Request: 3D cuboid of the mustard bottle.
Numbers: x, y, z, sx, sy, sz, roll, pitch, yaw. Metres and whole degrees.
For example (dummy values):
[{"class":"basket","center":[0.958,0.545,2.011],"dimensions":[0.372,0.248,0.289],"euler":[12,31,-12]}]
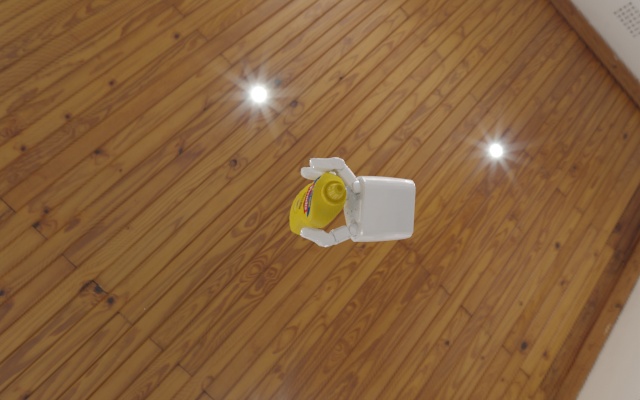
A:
[{"class":"mustard bottle","center":[0.000,0.003,0.832],"dimensions":[0.058,0.096,0.192],"euler":[24,-19,-13]}]
